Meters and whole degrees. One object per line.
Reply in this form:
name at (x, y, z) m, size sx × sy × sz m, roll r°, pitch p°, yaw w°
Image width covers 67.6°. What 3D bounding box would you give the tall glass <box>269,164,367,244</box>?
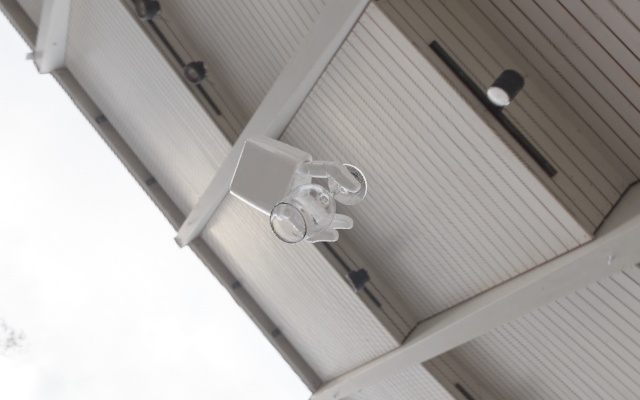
tall glass at (0.001, 0.002, 0.752) m, size 0.079 × 0.079 × 0.201 m, roll 0°, pitch 18°, yaw 29°
